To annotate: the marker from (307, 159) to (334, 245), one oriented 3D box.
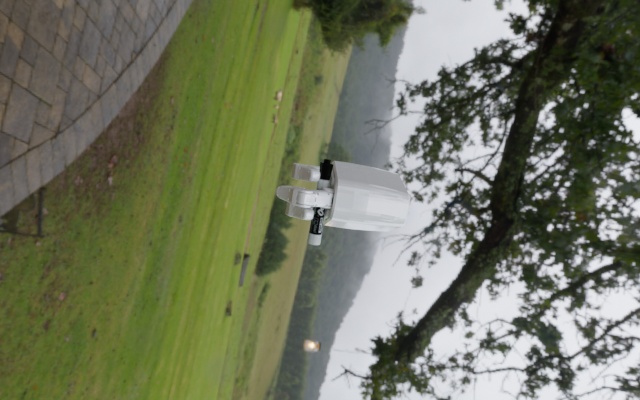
[{"bbox_3d":[0.000,0.002,0.668,0.020,0.121,0.020,9,8,-1],"label":"marker"}]
